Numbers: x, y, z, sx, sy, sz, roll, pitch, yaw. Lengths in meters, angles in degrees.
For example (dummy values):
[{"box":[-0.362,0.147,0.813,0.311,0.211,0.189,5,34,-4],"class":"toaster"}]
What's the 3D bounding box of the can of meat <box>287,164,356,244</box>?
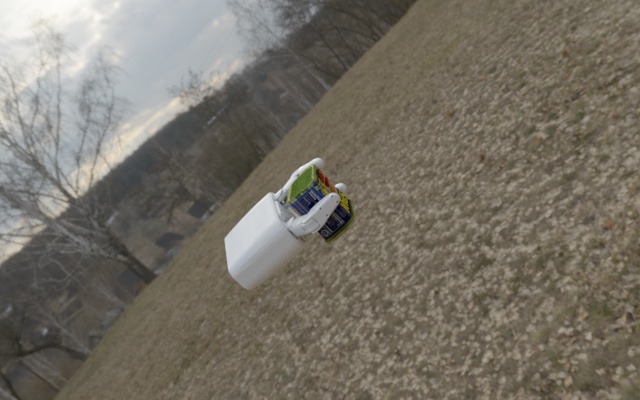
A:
[{"box":[0.000,0.002,0.686,0.057,0.084,0.102,-42,15,13],"class":"can of meat"}]
